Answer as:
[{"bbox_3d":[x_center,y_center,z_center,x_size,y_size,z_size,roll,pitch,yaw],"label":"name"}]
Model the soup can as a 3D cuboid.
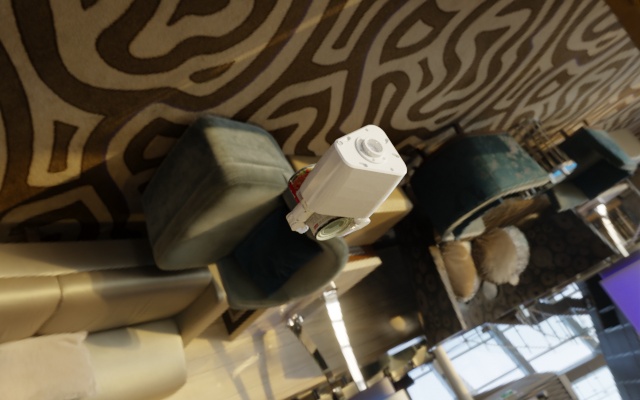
[{"bbox_3d":[0.000,0.003,0.750,0.068,0.102,0.068,-24,-23,-11],"label":"soup can"}]
